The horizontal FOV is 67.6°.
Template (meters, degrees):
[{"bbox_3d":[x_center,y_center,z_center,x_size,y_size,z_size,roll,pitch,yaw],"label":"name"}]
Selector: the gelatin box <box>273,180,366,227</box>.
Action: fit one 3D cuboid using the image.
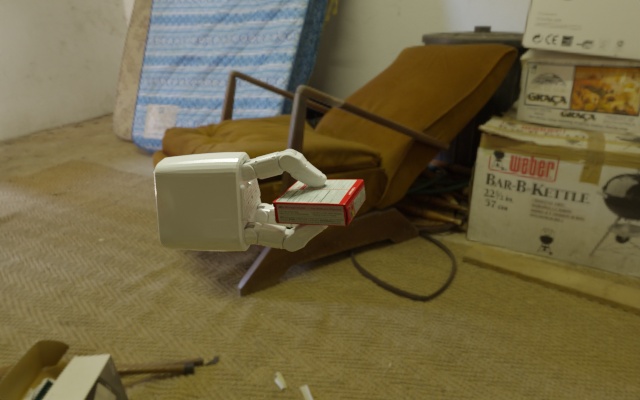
[{"bbox_3d":[0.000,0.001,0.553,0.089,0.030,0.073,1,23,22],"label":"gelatin box"}]
